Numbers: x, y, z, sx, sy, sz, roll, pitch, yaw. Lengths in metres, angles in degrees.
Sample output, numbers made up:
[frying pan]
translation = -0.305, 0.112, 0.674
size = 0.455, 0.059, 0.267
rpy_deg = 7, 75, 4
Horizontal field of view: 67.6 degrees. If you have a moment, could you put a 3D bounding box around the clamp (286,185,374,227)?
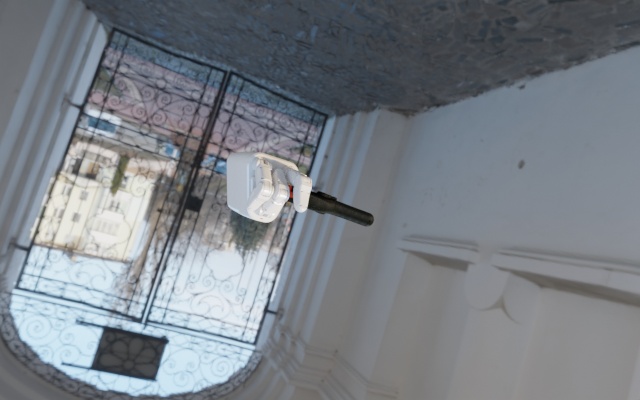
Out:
[clamp]
translation = 0.000, 0.003, 0.841
size = 0.171, 0.039, 0.120
rpy_deg = 20, -2, -33
